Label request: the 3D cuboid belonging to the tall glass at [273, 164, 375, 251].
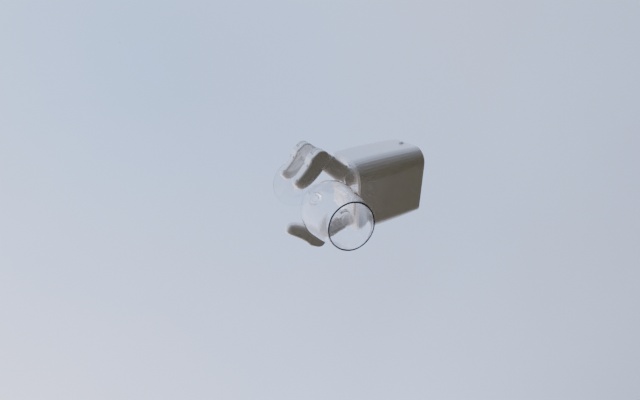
[{"bbox_3d":[0.000,0.002,0.647,0.079,0.079,0.201,0,17,-23],"label":"tall glass"}]
